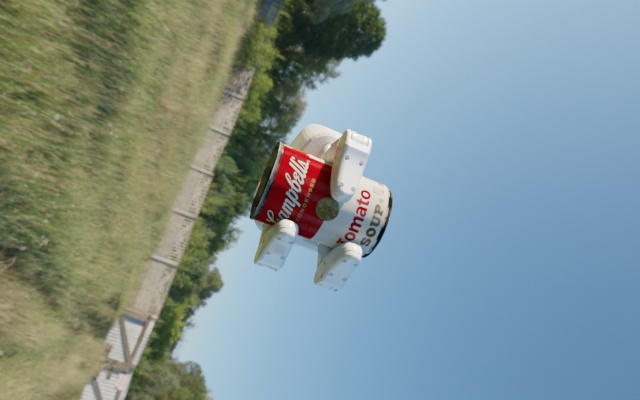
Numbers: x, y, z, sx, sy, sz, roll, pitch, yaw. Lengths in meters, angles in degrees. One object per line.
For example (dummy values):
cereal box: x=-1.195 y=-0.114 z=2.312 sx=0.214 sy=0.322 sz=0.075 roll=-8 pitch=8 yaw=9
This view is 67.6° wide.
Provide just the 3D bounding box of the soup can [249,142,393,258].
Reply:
soup can: x=0.000 y=0.001 z=0.400 sx=0.102 sy=0.068 sz=0.068 roll=21 pitch=-5 yaw=-12
